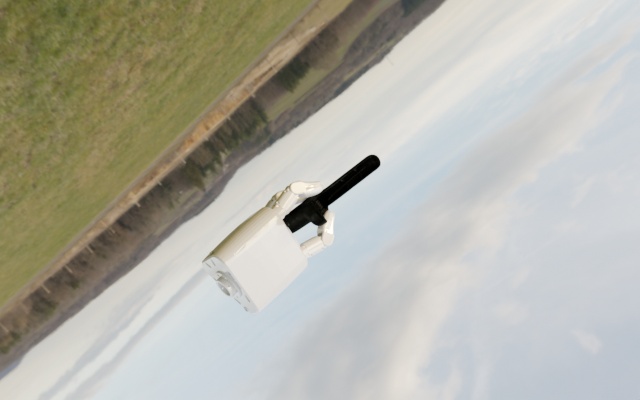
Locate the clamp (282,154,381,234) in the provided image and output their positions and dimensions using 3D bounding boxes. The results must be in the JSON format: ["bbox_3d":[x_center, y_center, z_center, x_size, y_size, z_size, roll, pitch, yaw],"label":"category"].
[{"bbox_3d":[0.000,0.003,0.760,0.164,0.036,0.210,-42,7,-31],"label":"clamp"}]
